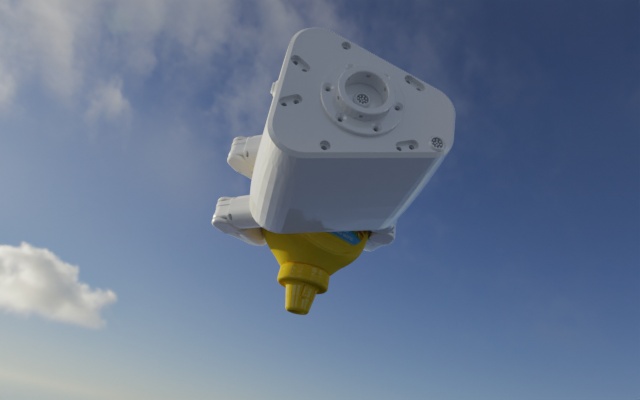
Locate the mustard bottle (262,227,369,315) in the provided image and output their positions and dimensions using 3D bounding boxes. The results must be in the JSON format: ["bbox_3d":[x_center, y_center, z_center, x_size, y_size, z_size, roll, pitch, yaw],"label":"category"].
[{"bbox_3d":[0.000,0.001,0.408,0.096,0.191,0.058,26,-29,-27],"label":"mustard bottle"}]
